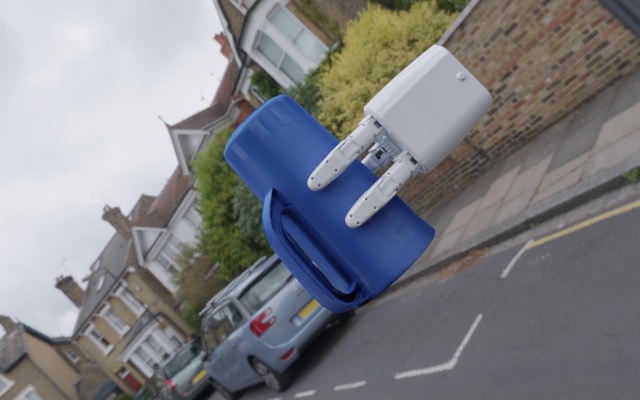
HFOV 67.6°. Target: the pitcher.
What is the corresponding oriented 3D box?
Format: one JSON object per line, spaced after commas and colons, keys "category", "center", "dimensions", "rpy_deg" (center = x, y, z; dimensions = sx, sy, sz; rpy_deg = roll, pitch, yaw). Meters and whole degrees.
{"category": "pitcher", "center": [0.000, 0.002, 0.552], "dimensions": [0.145, 0.243, 0.149], "rpy_deg": [-44, -1, 1]}
